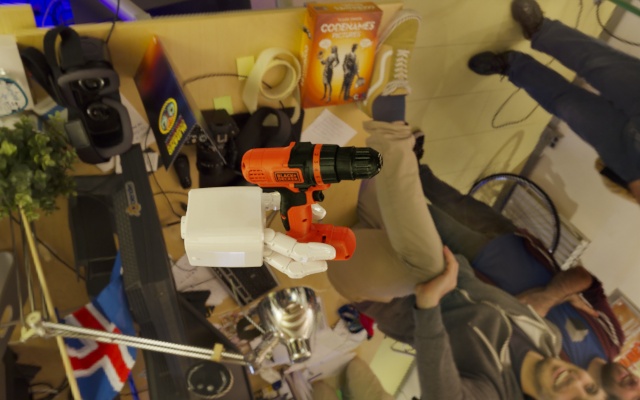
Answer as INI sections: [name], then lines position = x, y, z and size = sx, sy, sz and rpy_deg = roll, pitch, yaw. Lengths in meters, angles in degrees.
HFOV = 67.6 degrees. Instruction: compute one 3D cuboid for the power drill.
[power drill]
position = 0.000, 0.003, 0.658
size = 0.184, 0.188, 0.057
rpy_deg = 1, 42, 16
